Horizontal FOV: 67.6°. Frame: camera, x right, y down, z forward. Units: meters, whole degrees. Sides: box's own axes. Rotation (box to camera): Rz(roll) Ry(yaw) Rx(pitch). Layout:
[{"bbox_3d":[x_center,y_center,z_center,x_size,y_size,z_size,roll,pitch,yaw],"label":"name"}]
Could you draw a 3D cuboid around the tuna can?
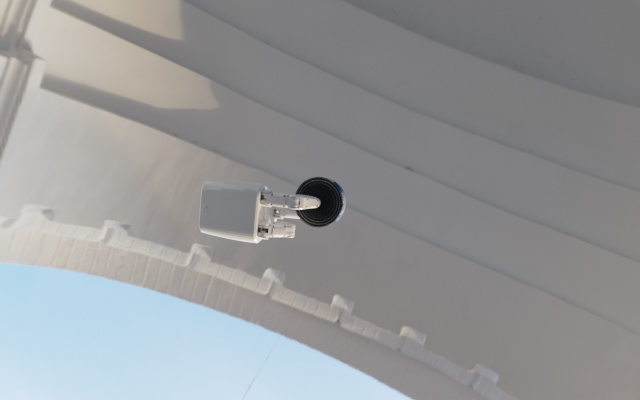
[{"bbox_3d":[0.000,0.003,0.821,0.086,0.086,0.034,0,1,17],"label":"tuna can"}]
